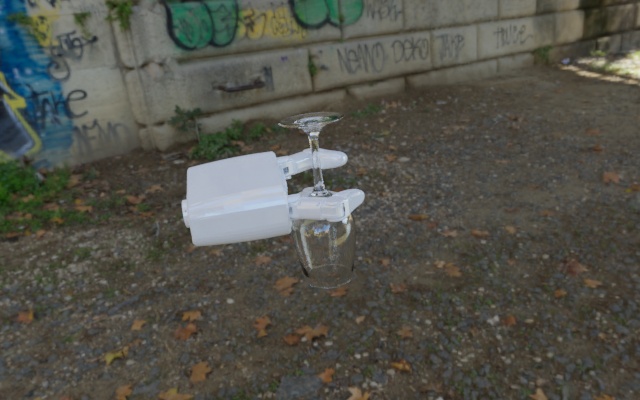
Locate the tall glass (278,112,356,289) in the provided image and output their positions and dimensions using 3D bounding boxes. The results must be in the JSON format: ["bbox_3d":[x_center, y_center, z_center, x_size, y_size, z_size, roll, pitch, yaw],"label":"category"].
[{"bbox_3d":[0.000,0.001,0.566,0.079,0.201,0.079,-6,19,2],"label":"tall glass"}]
